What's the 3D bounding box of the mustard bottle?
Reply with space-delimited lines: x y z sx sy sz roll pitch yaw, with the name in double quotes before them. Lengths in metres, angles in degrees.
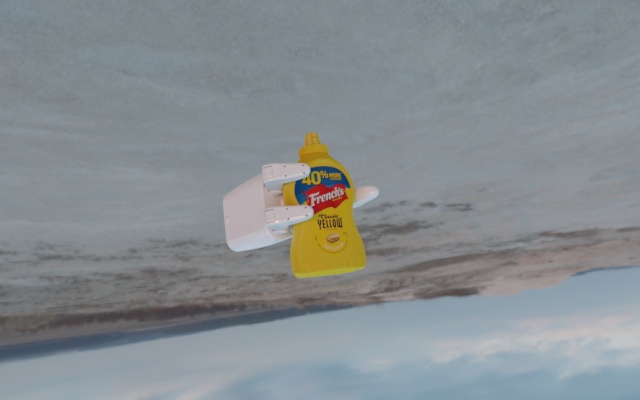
"mustard bottle" 0.000 0.002 0.636 0.096 0.191 0.058 -4 -13 -19
